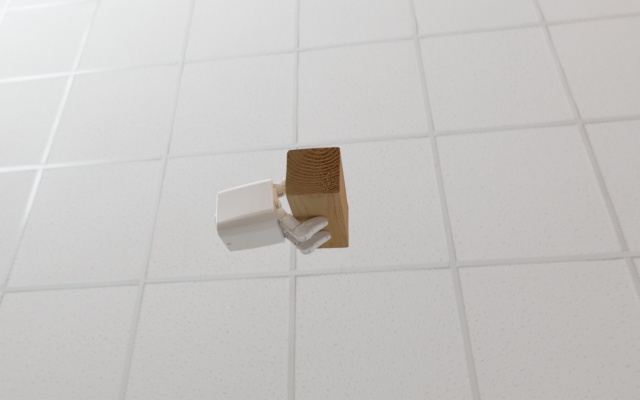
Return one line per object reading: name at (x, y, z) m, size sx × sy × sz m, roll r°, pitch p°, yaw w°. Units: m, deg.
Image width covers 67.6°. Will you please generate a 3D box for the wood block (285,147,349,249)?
wood block at (0.000, 0.003, 0.851) m, size 0.090 × 0.090 × 0.206 m, roll -3°, pitch -30°, yaw 6°
